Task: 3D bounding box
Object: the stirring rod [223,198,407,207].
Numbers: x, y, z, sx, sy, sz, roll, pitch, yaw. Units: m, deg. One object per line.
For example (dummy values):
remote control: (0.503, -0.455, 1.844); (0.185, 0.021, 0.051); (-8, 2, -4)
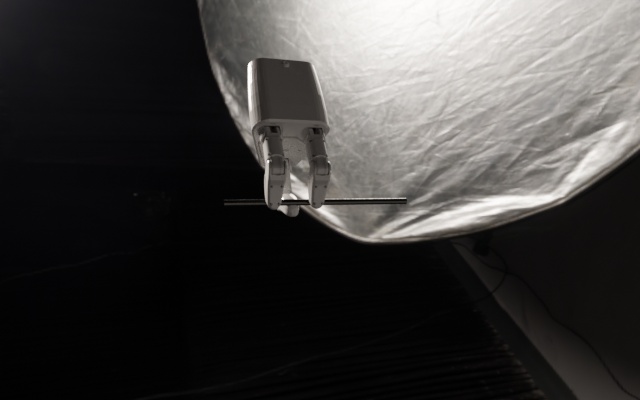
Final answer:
stirring rod: (0.000, 0.002, 0.601); (0.239, 0.011, 0.011); (-1, 0, -19)
